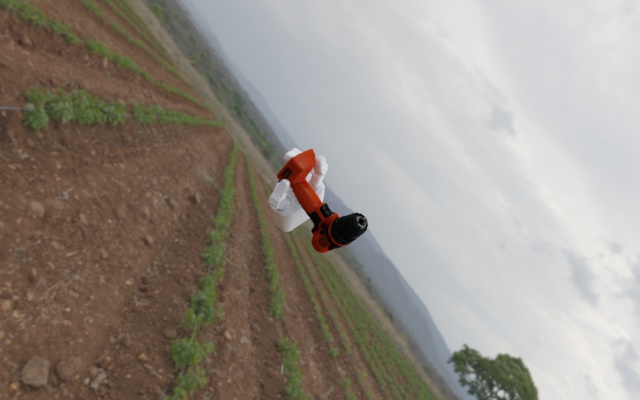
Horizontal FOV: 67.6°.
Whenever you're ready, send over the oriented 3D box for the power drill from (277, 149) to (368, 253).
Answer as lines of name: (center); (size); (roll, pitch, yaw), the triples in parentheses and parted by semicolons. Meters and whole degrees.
power drill: (0.000, 0.003, 0.886); (0.057, 0.187, 0.184); (-26, -5, -30)
